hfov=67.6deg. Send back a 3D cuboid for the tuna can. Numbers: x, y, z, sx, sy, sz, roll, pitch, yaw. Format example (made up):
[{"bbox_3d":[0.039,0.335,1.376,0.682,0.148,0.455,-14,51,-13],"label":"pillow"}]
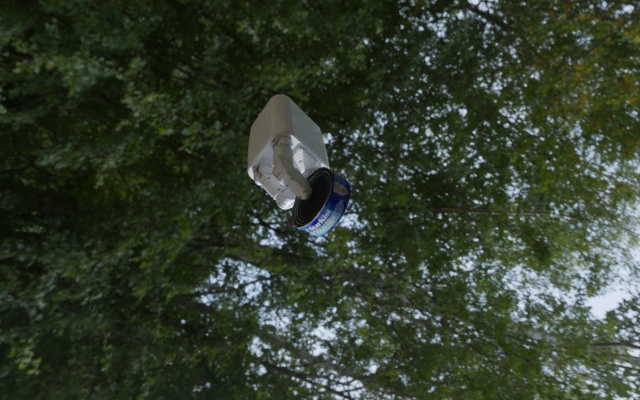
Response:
[{"bbox_3d":[0.001,0.002,0.616,0.034,0.086,0.086,28,-13,-26],"label":"tuna can"}]
